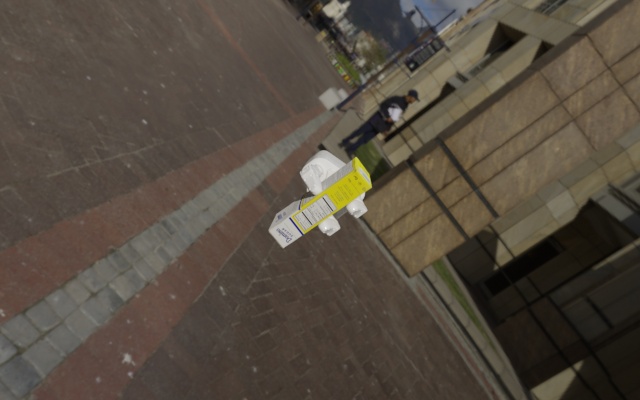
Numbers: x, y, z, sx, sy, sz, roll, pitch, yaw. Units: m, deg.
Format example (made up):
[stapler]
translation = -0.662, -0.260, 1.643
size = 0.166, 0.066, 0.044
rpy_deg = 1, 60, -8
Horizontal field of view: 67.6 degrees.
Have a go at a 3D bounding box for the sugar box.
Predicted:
[sugar box]
translation = 0.001, 0.003, 0.790
size = 0.176, 0.048, 0.093
rpy_deg = -37, 11, 13
